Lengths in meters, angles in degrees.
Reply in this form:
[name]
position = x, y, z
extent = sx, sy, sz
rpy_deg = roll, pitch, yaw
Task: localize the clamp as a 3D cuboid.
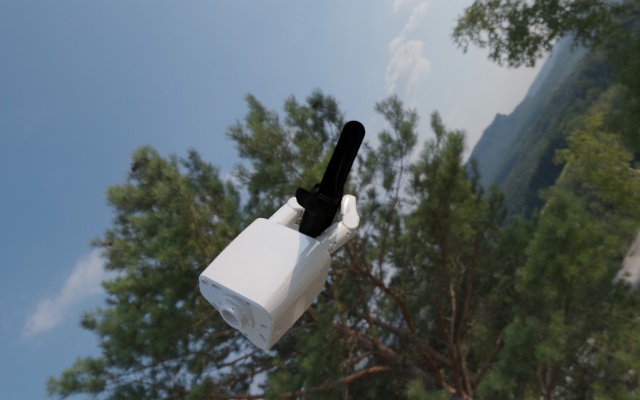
[clamp]
position = 0.000, 0.001, 0.539
extent = 0.039, 0.172, 0.120
rpy_deg = 32, 51, 16
